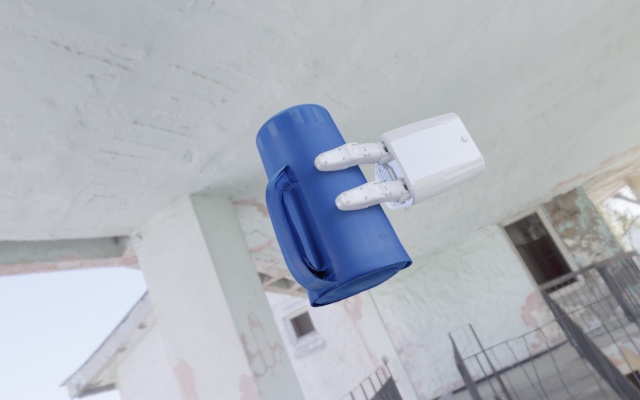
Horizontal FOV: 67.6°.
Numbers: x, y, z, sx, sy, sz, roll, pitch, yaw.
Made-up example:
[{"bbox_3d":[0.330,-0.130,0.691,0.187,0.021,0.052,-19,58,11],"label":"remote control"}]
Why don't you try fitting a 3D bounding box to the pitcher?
[{"bbox_3d":[0.000,0.002,0.599,0.145,0.242,0.149,-21,-19,-10],"label":"pitcher"}]
